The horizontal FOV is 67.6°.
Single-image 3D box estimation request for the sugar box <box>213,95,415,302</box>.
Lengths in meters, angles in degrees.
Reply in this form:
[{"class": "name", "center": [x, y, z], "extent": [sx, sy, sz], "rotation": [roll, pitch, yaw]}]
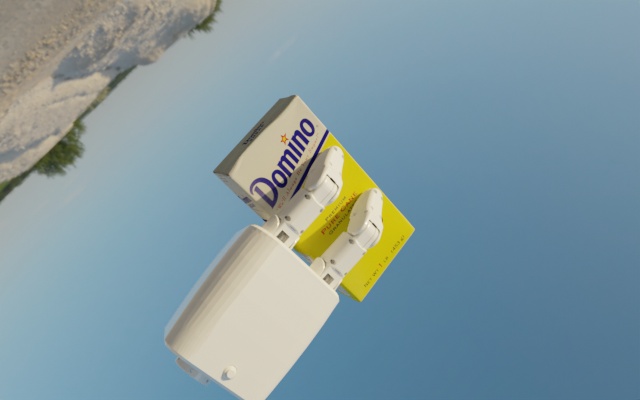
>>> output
[{"class": "sugar box", "center": [0.000, 0.002, 0.432], "extent": [0.176, 0.093, 0.048], "rotation": [46, -16, -25]}]
